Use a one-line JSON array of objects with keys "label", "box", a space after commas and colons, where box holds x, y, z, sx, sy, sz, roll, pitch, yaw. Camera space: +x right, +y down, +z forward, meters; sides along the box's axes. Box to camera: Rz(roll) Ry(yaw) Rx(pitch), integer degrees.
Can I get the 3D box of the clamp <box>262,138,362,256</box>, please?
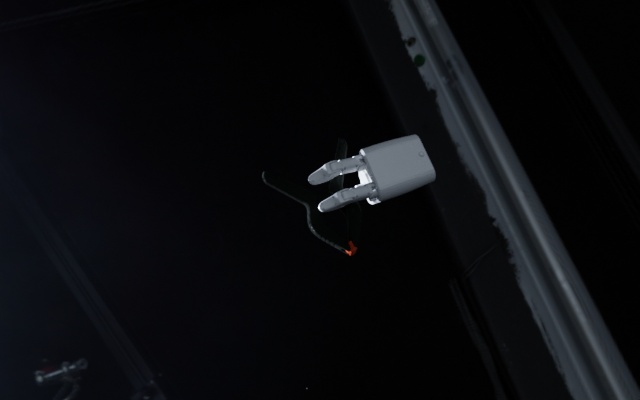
[{"label": "clamp", "box": [0.001, 0.003, 0.832, 0.164, 0.210, 0.036, -19, -20, -5]}]
